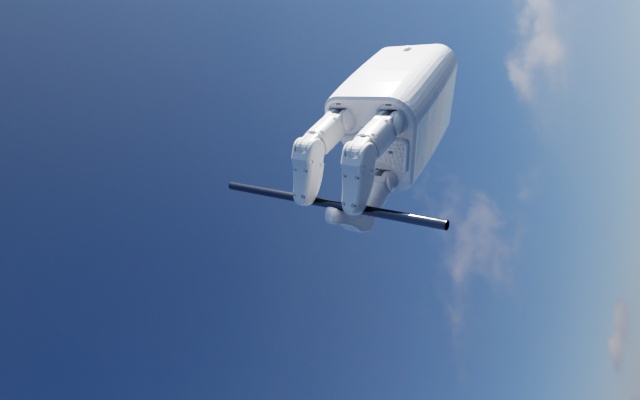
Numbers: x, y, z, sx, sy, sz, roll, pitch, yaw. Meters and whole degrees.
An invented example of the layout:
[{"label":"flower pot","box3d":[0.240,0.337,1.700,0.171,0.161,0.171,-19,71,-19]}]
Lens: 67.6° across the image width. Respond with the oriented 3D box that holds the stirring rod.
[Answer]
[{"label":"stirring rod","box3d":[0.000,0.001,0.425,0.239,0.011,0.011,10,6,38]}]
